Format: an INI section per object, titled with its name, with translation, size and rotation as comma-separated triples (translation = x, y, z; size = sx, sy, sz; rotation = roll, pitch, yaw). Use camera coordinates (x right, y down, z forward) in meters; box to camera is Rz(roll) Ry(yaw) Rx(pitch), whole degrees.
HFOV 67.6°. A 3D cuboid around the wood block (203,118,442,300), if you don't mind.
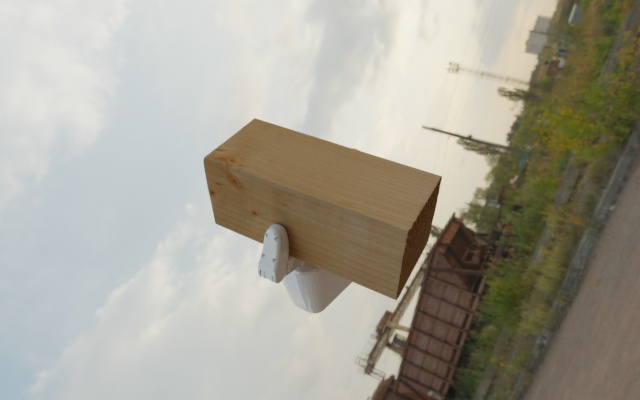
[wood block]
translation = 0.000, 0.002, 0.469
size = 0.206, 0.090, 0.090
rotation = 20, 44, 21
